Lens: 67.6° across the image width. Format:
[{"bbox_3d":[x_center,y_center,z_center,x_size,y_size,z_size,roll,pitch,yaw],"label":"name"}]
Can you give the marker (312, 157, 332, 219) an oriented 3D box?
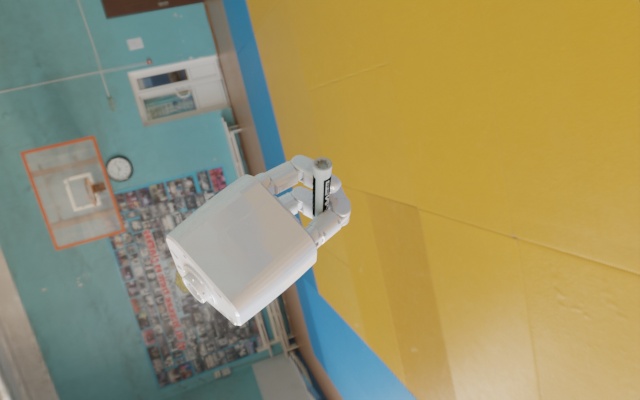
[{"bbox_3d":[0.000,0.002,0.512,0.020,0.020,0.121,0,-39,-3],"label":"marker"}]
